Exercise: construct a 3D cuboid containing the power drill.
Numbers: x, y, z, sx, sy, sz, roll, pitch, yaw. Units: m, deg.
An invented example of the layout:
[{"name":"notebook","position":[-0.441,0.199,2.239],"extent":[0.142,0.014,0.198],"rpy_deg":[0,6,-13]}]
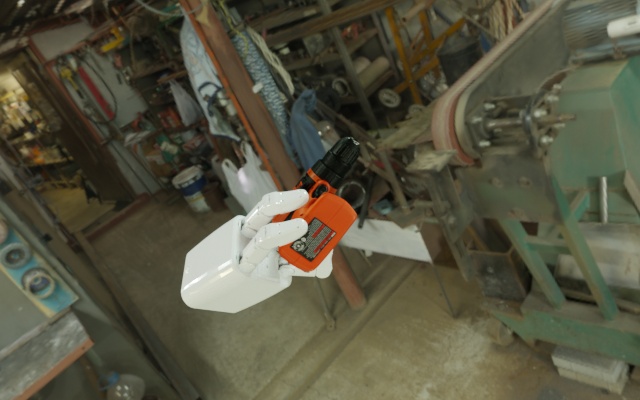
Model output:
[{"name":"power drill","position":[0.000,0.002,0.654],"extent":[0.057,0.184,0.187],"rpy_deg":[35,12,-12]}]
